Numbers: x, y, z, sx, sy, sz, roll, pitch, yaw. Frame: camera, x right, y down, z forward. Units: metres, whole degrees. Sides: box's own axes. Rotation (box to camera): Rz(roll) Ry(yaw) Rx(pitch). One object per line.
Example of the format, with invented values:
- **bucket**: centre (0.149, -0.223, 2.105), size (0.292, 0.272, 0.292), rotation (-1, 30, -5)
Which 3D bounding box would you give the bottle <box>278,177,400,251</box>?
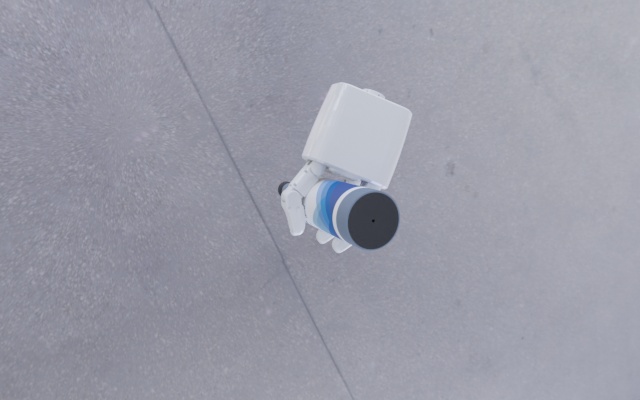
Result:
- **bottle**: centre (0.000, 0.002, 0.642), size (0.069, 0.069, 0.295), rotation (0, 8, -23)
